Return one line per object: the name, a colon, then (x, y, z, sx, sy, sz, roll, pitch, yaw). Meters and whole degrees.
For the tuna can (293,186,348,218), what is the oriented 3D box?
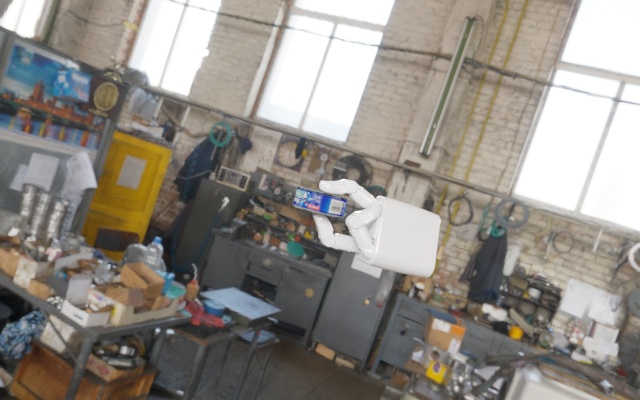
tuna can: (0.000, 0.002, 0.775, 0.086, 0.034, 0.086, 14, 2, -1)
